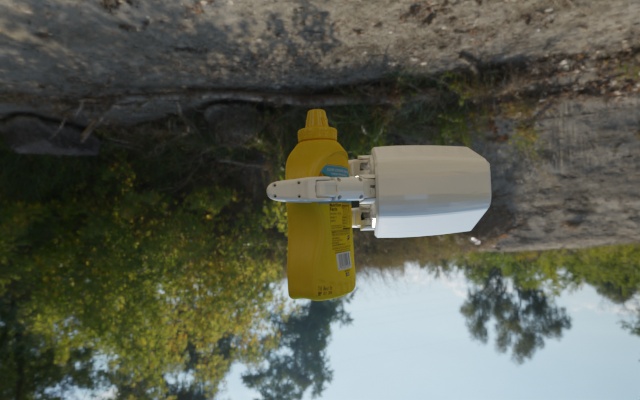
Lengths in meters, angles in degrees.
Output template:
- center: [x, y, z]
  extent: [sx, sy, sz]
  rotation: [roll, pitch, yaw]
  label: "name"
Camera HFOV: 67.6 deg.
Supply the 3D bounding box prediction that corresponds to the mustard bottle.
- center: [0.000, 0.002, 0.495]
  extent: [0.058, 0.191, 0.096]
  rotation: [-3, -2, 29]
  label: "mustard bottle"
